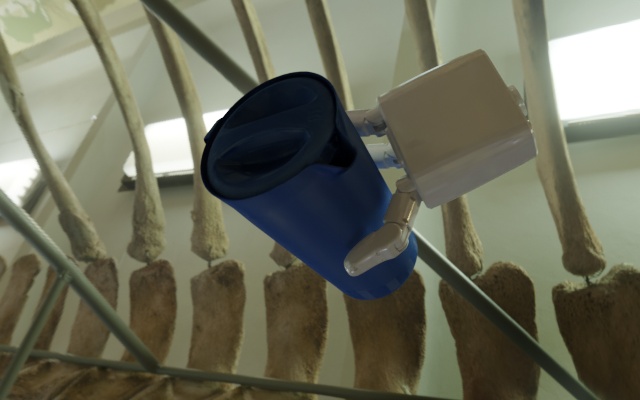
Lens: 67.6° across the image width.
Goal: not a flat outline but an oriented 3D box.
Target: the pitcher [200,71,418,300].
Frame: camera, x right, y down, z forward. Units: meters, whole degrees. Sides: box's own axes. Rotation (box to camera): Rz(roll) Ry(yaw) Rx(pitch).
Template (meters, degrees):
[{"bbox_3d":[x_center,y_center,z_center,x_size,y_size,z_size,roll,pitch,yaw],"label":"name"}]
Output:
[{"bbox_3d":[0.000,0.002,0.477,0.145,0.149,0.243,-27,-43,13],"label":"pitcher"}]
